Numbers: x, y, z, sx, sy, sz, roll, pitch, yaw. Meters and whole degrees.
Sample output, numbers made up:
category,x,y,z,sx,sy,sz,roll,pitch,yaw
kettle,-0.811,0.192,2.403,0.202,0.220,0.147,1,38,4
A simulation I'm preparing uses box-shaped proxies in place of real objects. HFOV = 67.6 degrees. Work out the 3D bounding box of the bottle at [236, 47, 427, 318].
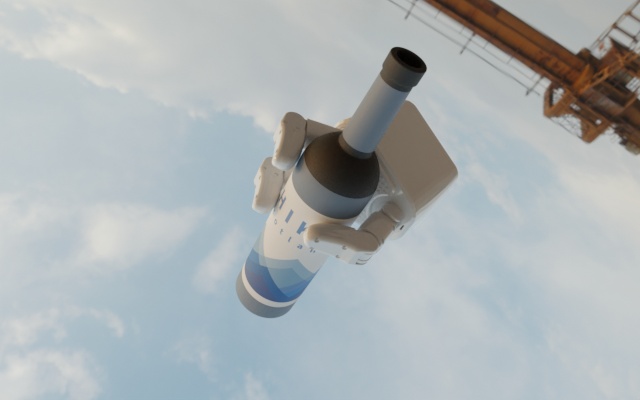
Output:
category,x,y,z,sx,sy,sz,roll,pitch,yaw
bottle,0.000,0.002,0.409,0.069,0.069,0.296,0,-40,-31
